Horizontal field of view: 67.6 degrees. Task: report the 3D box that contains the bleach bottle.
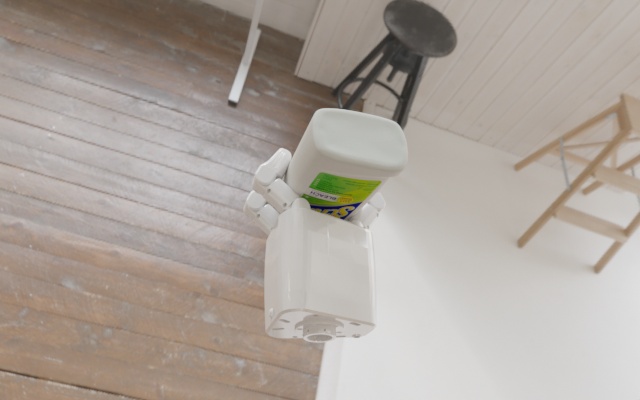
[{"bbox_3d":[0.000,0.002,0.554,0.102,0.068,0.251,9,-33,-15],"label":"bleach bottle"}]
